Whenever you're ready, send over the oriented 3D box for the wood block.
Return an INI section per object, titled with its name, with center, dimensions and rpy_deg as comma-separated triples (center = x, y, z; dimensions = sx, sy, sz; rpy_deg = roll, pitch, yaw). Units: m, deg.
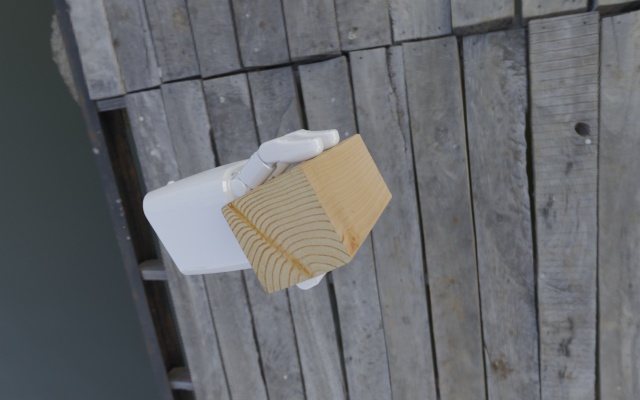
[wood block]
center = 0.000, 0.002, 0.495
dimensions = 0.090, 0.091, 0.206
rpy_deg = -25, 6, 23
